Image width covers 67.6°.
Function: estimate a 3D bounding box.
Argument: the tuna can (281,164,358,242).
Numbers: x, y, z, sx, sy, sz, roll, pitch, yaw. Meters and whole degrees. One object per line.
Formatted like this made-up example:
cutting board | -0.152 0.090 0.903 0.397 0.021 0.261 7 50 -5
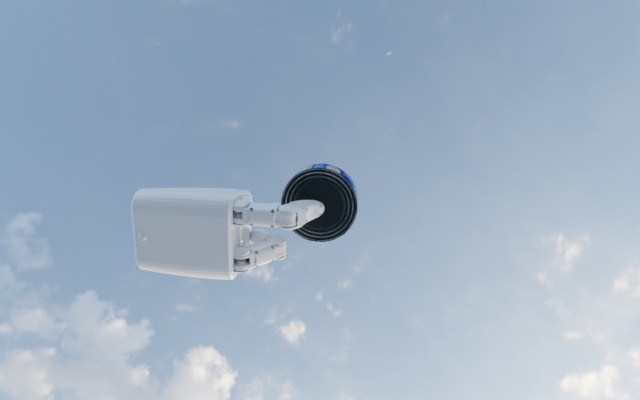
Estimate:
tuna can | 0.000 0.002 0.544 0.086 0.086 0.033 0 15 7
